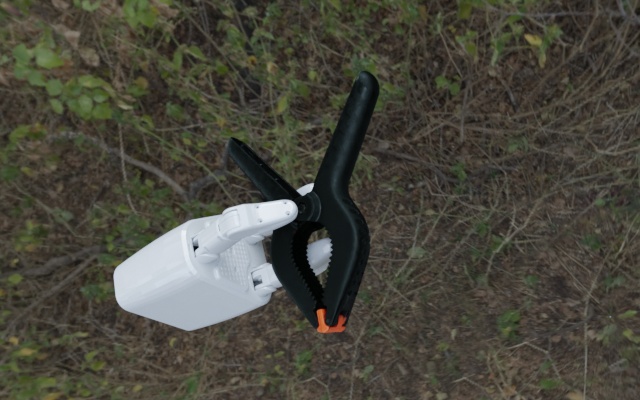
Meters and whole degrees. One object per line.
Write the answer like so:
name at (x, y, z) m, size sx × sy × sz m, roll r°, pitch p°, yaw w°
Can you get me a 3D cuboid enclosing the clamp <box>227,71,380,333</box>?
clamp at (0.000, 0.002, 0.404) m, size 0.164 × 0.210 × 0.036 m, roll -28°, pitch -25°, yaw 28°
